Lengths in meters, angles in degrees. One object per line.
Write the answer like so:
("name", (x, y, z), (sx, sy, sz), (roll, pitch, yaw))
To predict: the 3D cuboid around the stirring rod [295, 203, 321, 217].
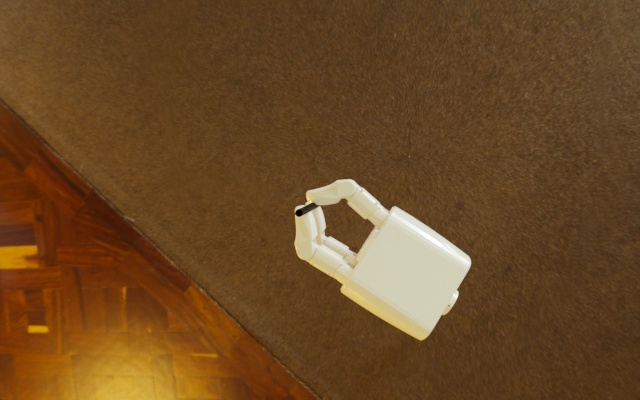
("stirring rod", (0.000, 0.002, 0.601), (0.011, 0.011, 0.239), (0, 5, 11))
